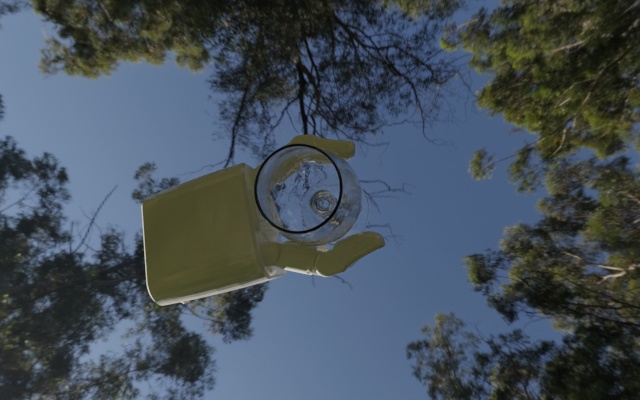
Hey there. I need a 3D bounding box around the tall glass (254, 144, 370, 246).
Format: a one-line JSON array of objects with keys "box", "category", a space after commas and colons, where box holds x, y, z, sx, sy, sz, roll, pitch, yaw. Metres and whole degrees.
[{"box": [0.000, 0.001, 0.421, 0.079, 0.079, 0.201, 0, -6, 9], "category": "tall glass"}]
